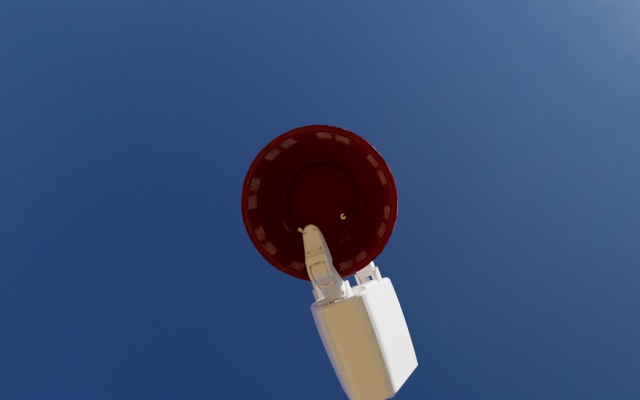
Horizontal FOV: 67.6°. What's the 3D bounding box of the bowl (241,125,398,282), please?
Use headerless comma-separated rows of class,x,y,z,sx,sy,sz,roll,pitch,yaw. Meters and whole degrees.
bowl,0.000,0.000,0.512,0.162,0.162,0.055,0,6,6
